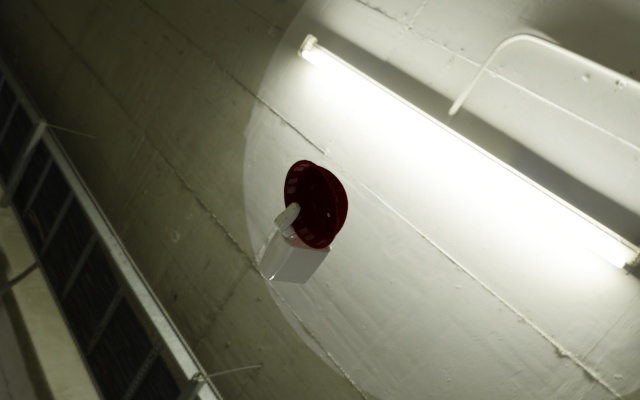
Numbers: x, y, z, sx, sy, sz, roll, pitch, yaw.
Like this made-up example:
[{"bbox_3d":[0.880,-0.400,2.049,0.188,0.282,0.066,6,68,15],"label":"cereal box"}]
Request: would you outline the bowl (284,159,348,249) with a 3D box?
[{"bbox_3d":[0.001,0.002,0.857,0.055,0.162,0.162,-14,8,-35],"label":"bowl"}]
